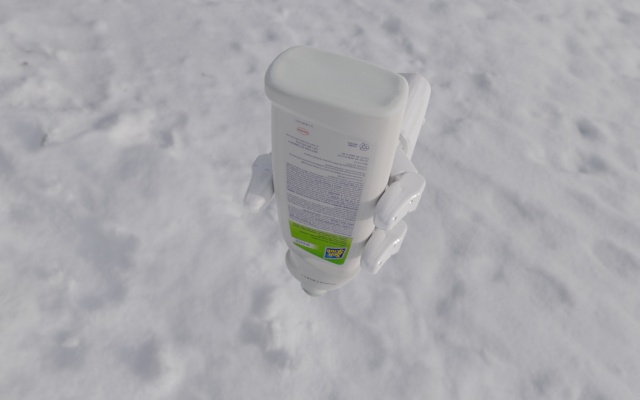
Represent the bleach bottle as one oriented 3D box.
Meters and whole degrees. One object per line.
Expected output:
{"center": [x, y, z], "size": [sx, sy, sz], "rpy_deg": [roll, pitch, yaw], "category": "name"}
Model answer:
{"center": [0.000, 0.001, 0.416], "size": [0.102, 0.251, 0.068], "rpy_deg": [19, 47, 9], "category": "bleach bottle"}
